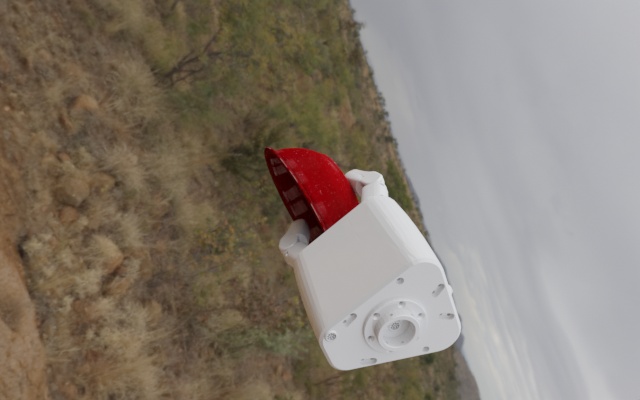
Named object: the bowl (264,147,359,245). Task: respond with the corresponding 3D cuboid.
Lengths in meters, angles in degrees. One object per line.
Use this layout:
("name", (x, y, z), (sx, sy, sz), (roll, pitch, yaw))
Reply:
("bowl", (0.000, 0.001, 0.529), (0.055, 0.162, 0.162), (-30, 7, -12))
